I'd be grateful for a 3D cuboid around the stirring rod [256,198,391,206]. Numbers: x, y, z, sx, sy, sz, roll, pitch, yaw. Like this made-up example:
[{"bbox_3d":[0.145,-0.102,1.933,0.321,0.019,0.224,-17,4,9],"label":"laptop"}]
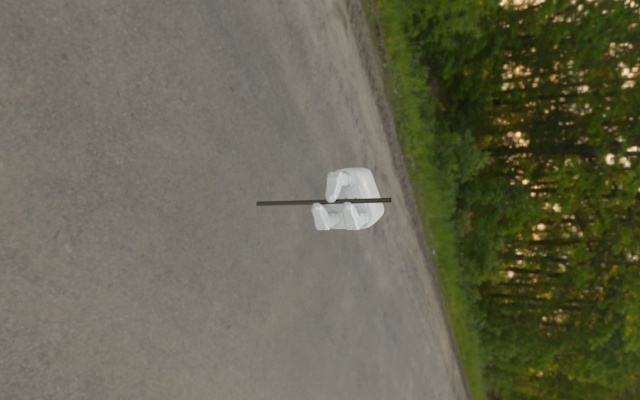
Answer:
[{"bbox_3d":[0.000,0.003,0.806,0.239,0.011,0.011,-2,-1,21],"label":"stirring rod"}]
